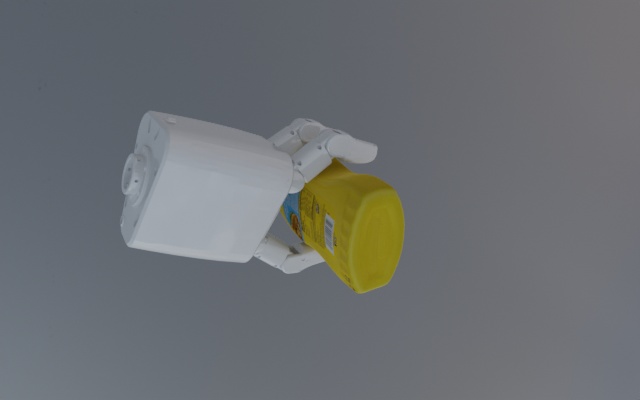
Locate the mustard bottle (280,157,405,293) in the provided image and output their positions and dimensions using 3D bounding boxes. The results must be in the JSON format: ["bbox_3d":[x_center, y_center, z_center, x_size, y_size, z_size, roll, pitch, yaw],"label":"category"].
[{"bbox_3d":[0.000,0.002,0.459,0.058,0.096,0.191,-15,28,-26],"label":"mustard bottle"}]
